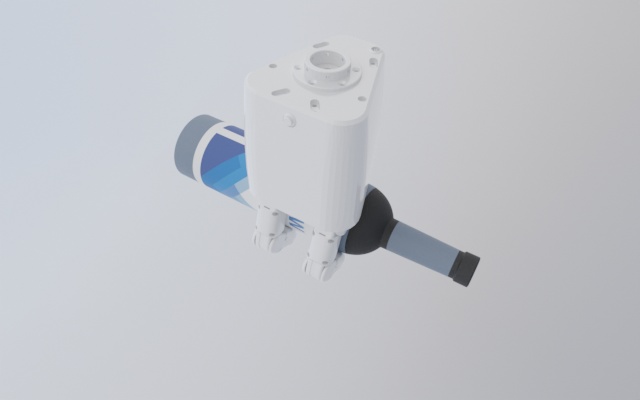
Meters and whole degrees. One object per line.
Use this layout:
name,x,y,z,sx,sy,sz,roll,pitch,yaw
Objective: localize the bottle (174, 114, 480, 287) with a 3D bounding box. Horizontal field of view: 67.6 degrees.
bottle,0.000,0.001,0.441,0.295,0.069,0.069,25,8,19
